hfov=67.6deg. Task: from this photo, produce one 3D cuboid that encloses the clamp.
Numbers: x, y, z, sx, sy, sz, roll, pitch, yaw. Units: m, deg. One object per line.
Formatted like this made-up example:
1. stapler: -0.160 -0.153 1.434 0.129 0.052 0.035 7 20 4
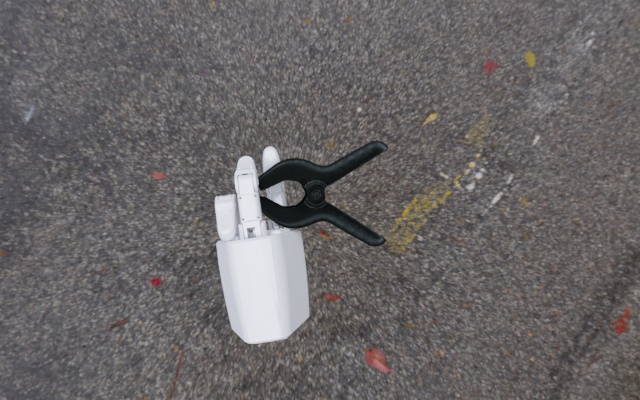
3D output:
1. clamp: 0.000 0.002 0.541 0.171 0.120 0.039 -8 -2 -4
